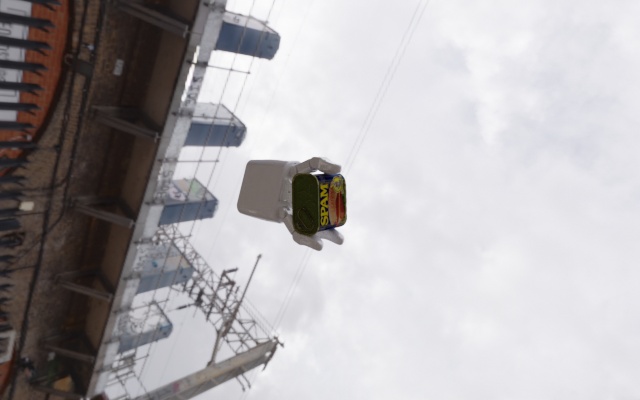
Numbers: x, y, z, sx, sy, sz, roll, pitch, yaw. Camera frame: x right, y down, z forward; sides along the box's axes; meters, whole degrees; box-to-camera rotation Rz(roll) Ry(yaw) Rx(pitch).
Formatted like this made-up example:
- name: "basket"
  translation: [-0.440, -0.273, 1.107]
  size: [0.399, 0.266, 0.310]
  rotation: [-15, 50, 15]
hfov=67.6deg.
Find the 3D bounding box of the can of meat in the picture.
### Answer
- name: "can of meat"
  translation: [0.000, 0.003, 0.810]
  size: [0.057, 0.102, 0.084]
  rotation: [4, 8, 39]
